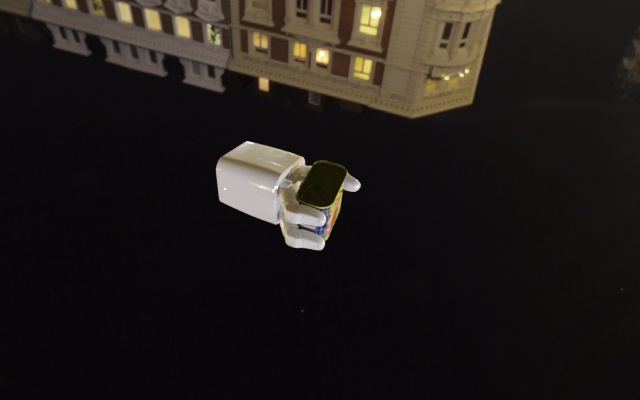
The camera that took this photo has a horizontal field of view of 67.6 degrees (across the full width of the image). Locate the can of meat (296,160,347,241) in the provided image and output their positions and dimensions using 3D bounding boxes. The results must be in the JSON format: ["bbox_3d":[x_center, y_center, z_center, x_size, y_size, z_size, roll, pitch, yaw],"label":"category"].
[{"bbox_3d":[0.000,0.003,0.744,0.057,0.084,0.102,17,46,10],"label":"can of meat"}]
